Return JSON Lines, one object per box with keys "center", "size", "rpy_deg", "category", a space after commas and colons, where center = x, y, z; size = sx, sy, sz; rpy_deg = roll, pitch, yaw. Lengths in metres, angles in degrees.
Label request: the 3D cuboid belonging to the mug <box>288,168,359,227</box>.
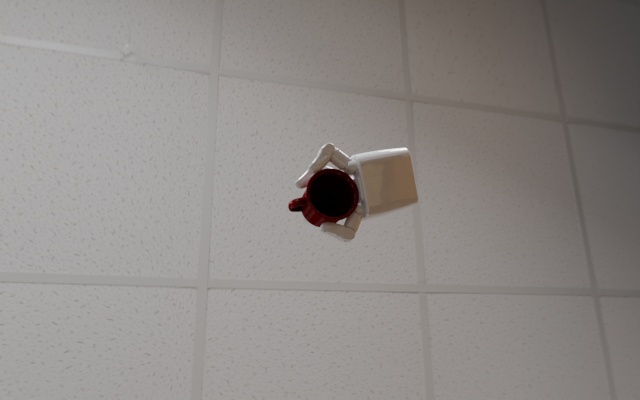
{"center": [-0.001, 0.003, 0.839], "size": [0.117, 0.093, 0.081], "rpy_deg": [-12, -13, -18], "category": "mug"}
